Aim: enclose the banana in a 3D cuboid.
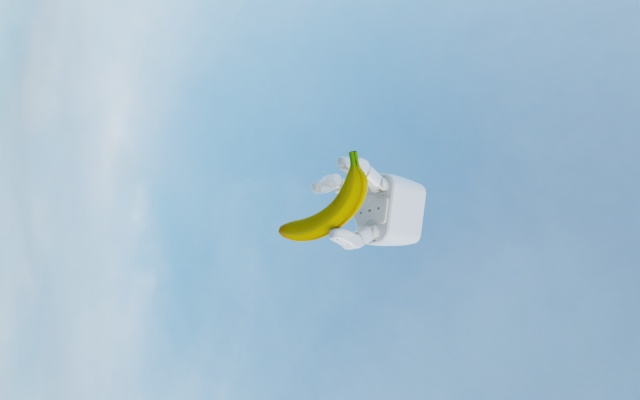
[{"bbox_3d":[0.010,0.015,0.713,0.037,0.069,0.198,4,-40,-48],"label":"banana"}]
